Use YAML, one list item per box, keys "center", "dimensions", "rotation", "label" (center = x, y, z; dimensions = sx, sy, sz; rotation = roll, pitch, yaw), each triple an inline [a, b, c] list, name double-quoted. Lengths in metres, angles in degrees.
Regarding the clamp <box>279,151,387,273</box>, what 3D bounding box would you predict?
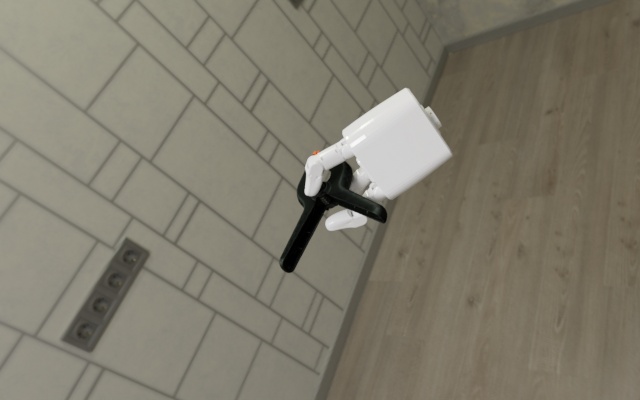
- center: [0.000, 0.001, 0.694]
  dimensions: [0.164, 0.036, 0.209]
  rotation: [-33, 36, 13]
  label: "clamp"
